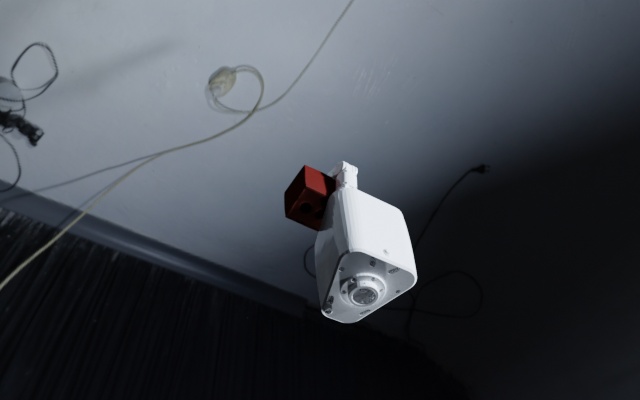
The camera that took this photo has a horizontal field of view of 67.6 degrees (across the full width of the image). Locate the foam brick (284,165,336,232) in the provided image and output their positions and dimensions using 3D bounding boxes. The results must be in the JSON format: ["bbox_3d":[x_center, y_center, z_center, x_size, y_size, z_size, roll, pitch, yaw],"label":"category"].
[{"bbox_3d":[0.000,0.002,0.597,0.078,0.053,0.051,24,32,-19],"label":"foam brick"}]
